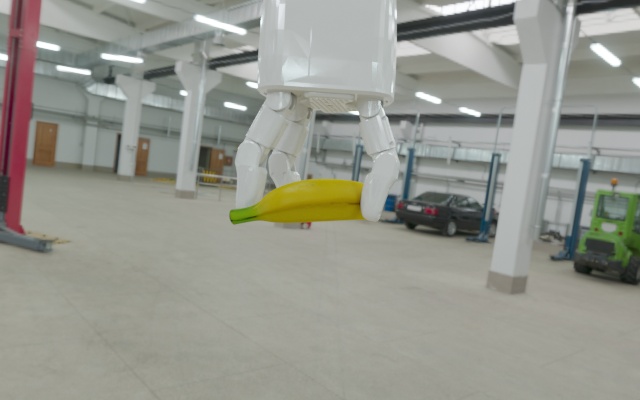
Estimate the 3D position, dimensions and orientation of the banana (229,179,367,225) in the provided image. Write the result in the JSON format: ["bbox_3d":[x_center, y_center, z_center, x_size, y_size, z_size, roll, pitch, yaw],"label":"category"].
[{"bbox_3d":[0.013,0.001,0.436,0.069,0.037,0.198,-3,-2,38],"label":"banana"}]
